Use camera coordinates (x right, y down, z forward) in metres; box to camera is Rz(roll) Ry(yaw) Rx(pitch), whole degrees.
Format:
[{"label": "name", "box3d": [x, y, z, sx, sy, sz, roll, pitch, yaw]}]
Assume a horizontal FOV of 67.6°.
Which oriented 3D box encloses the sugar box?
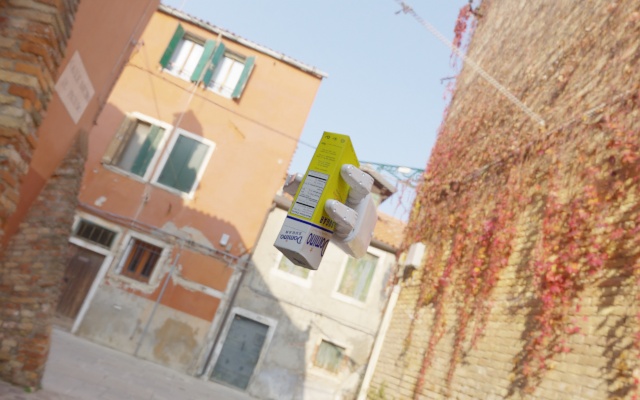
[{"label": "sugar box", "box3d": [0.001, 0.002, 0.659, 0.048, 0.176, 0.093, 14, -18, 21]}]
